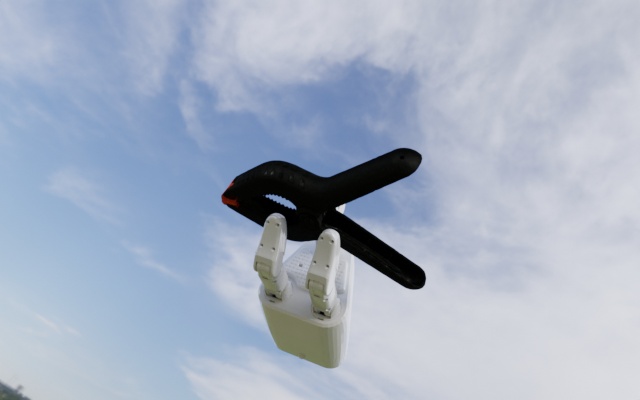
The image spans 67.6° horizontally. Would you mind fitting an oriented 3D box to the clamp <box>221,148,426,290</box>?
[{"bbox_3d":[0.000,0.001,0.437,0.210,0.165,0.036,16,49,19],"label":"clamp"}]
